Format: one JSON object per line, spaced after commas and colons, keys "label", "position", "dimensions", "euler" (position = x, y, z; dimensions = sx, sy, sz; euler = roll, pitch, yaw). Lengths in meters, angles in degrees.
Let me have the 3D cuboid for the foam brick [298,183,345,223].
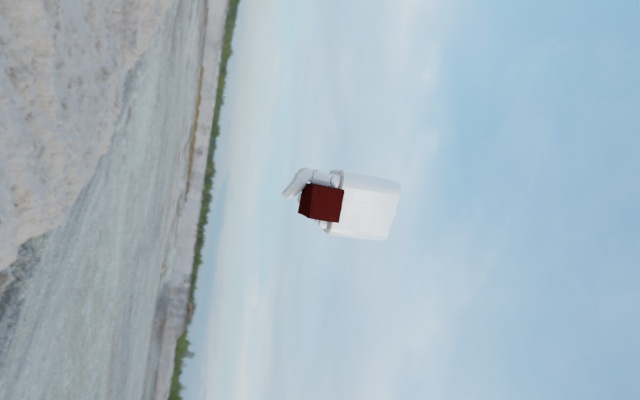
{"label": "foam brick", "position": [0.000, 0.003, 0.745], "dimensions": [0.051, 0.053, 0.078], "euler": [10, 2, -14]}
